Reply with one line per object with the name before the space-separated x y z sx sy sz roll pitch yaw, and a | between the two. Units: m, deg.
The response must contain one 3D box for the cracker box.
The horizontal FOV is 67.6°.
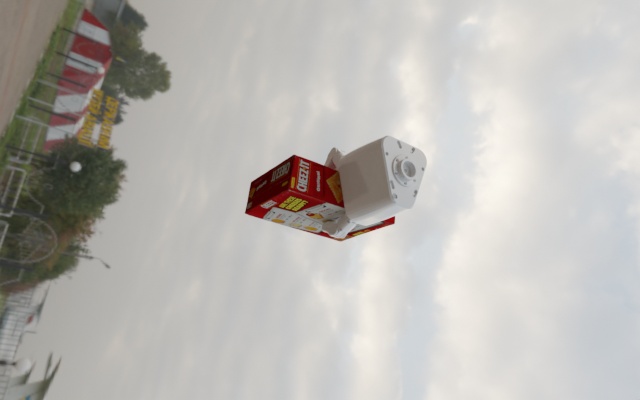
cracker box | 0.000 0.003 0.842 0.214 0.072 0.164 19 -24 -29
